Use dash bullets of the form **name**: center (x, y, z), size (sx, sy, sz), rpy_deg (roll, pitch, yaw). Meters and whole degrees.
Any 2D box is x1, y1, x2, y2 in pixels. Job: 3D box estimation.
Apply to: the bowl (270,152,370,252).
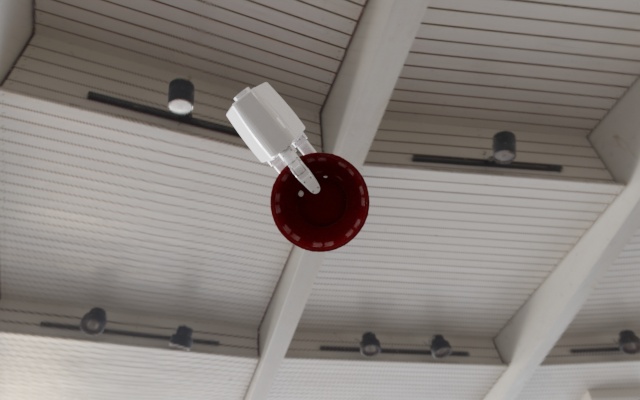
- **bowl**: center (0.001, 0.004, 0.798), size (0.162, 0.162, 0.055), rpy_deg (0, 1, 4)
